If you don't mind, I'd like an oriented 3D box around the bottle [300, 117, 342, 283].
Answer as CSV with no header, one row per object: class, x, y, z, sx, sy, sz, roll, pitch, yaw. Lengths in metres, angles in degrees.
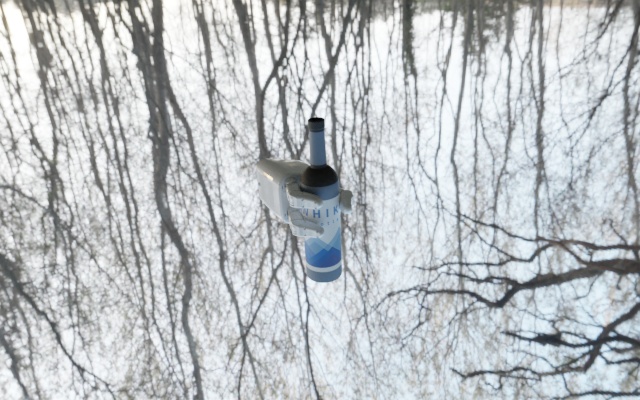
bottle,0.000,0.003,0.823,0.069,0.296,0.069,-2,27,1
